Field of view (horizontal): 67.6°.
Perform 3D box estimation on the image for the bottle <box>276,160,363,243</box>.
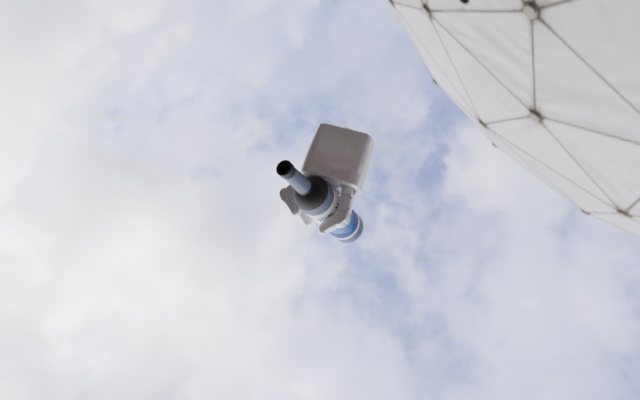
[{"bbox_3d":[0.000,0.003,0.861,0.069,0.069,0.296,0,-21,25],"label":"bottle"}]
